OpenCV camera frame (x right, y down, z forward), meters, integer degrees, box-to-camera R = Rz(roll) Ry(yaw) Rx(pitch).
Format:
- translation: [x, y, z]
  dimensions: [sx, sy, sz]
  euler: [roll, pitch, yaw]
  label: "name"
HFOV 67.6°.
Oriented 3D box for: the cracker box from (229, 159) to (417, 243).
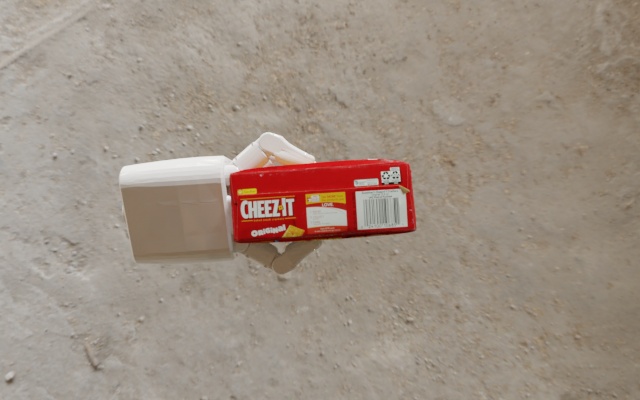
- translation: [0.000, 0.002, 0.523]
  dimensions: [0.164, 0.072, 0.213]
  euler: [-4, 0, -1]
  label: "cracker box"
